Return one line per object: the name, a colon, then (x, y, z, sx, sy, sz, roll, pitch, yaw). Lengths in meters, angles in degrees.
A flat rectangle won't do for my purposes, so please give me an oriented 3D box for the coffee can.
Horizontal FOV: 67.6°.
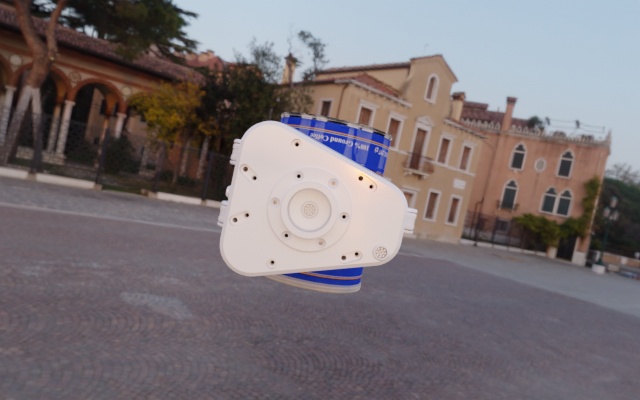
coffee can: (0.000, 0.002, 0.433, 0.103, 0.140, 0.103, 12, 2, 0)
